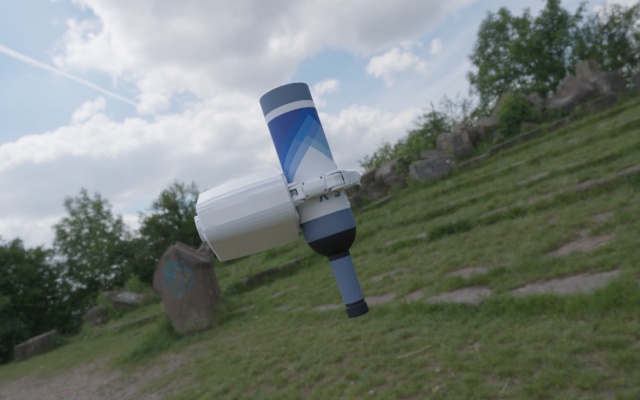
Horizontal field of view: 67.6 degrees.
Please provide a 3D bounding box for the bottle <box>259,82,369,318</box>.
[{"bbox_3d":[0.000,0.002,0.601,0.069,0.295,0.069,-19,-4,-1],"label":"bottle"}]
